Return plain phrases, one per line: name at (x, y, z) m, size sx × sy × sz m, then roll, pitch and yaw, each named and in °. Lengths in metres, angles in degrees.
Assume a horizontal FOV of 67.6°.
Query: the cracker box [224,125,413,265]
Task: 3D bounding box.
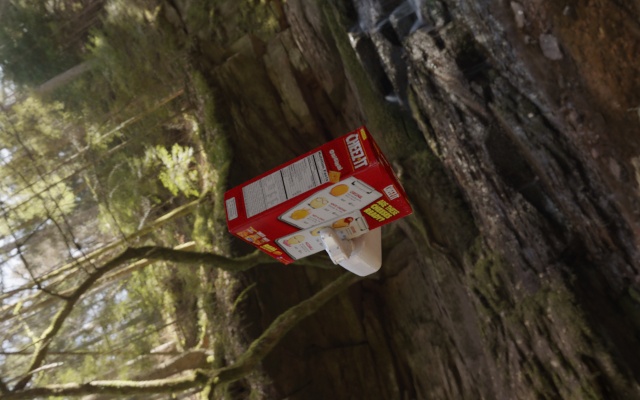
cracker box at (0.000, 0.002, 0.664) m, size 0.214 × 0.072 × 0.164 m, roll -25°, pitch -31°, yaw 14°
